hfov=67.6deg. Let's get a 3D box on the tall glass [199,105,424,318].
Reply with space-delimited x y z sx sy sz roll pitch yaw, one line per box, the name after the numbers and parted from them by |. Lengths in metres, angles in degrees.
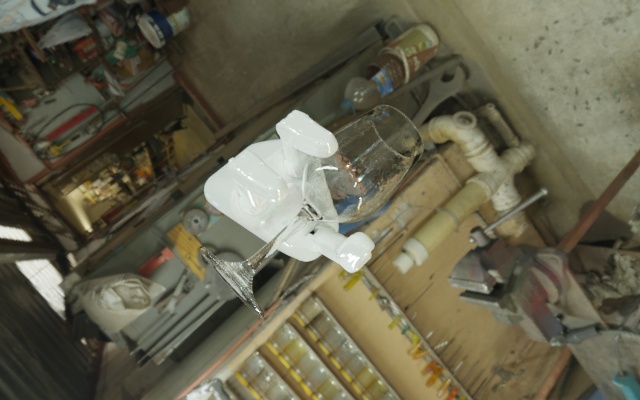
0.000 0.002 0.404 0.201 0.079 0.079 -42 16 -18 | tall glass
